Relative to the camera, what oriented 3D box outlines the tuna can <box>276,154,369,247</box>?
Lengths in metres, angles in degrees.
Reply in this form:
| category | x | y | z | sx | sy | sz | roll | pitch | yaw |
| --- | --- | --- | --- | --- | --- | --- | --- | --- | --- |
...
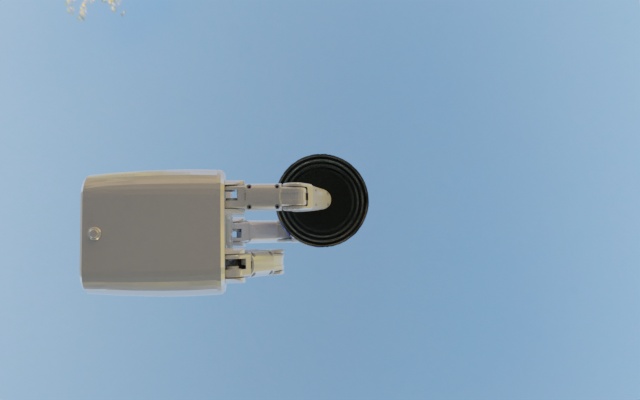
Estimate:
| category | x | y | z | sx | sy | sz | roll | pitch | yaw |
| --- | --- | --- | --- | --- | --- | --- | --- | --- | --- |
| tuna can | 0.000 | 0.002 | 0.449 | 0.086 | 0.086 | 0.034 | 0 | -7 | -6 |
